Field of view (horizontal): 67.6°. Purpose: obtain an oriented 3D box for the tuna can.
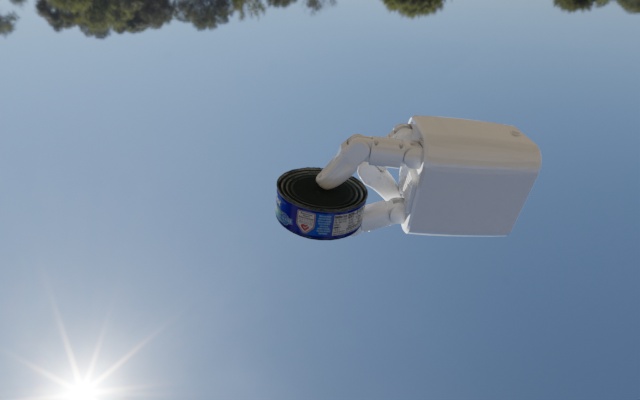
[{"bbox_3d":[0.000,0.002,0.452,0.086,0.034,0.086,6,29,-3],"label":"tuna can"}]
